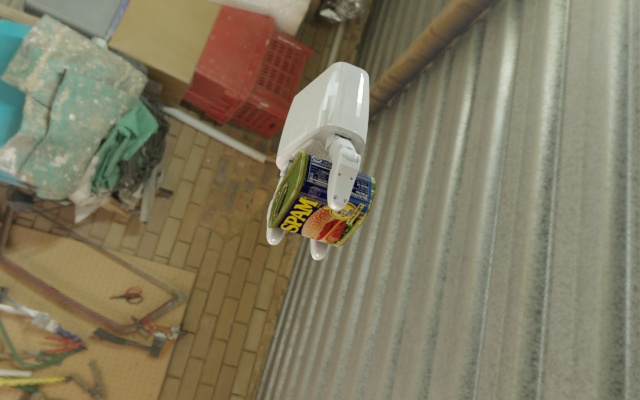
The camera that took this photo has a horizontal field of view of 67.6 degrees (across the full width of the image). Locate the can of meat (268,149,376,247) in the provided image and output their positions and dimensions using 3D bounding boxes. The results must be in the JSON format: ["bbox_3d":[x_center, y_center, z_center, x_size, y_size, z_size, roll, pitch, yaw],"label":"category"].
[{"bbox_3d":[0.000,0.002,0.511,0.084,0.057,0.102,18,-36,-15],"label":"can of meat"}]
